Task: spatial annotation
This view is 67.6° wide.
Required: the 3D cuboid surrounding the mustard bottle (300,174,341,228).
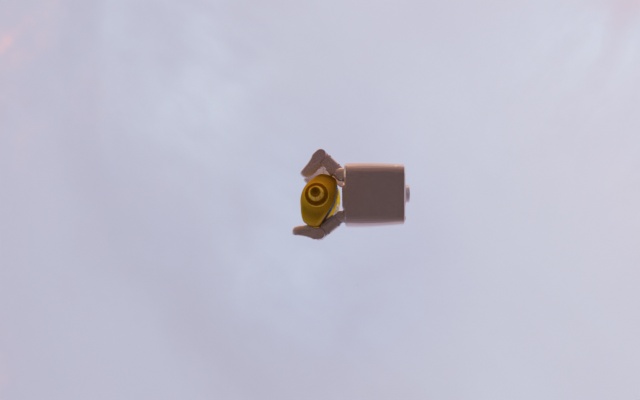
[{"bbox_3d":[0.000,0.003,0.862,0.058,0.096,0.192,24,-7,8],"label":"mustard bottle"}]
